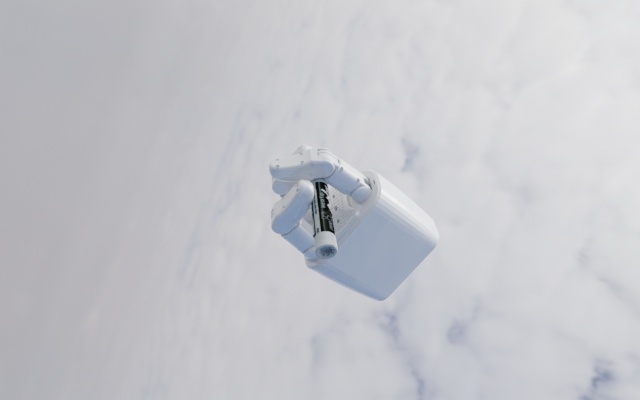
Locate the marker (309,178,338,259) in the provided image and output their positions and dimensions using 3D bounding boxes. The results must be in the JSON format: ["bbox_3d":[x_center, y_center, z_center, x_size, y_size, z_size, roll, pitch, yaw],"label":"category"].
[{"bbox_3d":[0.000,0.001,0.436,0.020,0.020,0.121,0,43,-7],"label":"marker"}]
